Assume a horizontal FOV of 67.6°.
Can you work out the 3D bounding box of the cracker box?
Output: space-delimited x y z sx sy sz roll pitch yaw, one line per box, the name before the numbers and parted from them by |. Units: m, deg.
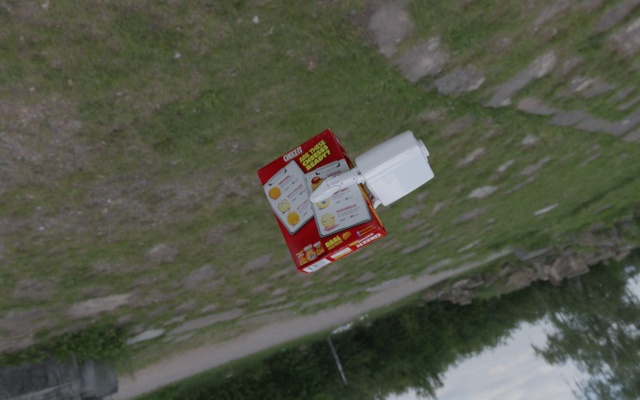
cracker box | 0.000 0.003 0.873 0.164 0.213 0.072 -29 -22 11
